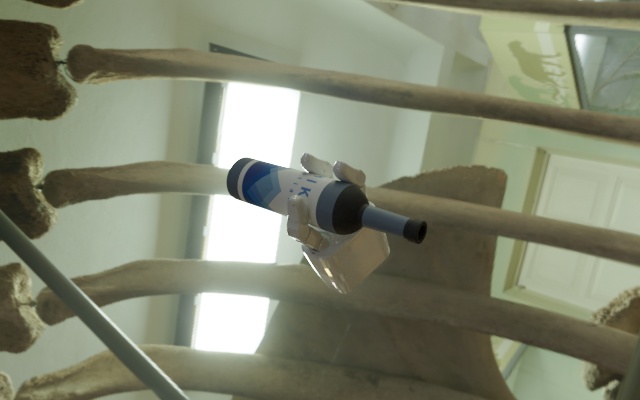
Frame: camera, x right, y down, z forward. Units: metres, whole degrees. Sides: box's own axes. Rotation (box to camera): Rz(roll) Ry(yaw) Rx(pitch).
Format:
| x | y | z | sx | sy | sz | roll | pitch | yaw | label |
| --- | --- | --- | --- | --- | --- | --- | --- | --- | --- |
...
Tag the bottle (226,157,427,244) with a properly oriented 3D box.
| x | y | z | sx | sy | sz | roll | pitch | yaw | label |
| --- | --- | --- | --- | --- | --- | --- | --- | --- | --- |
| 0.000 | 0.002 | 0.626 | 0.295 | 0.069 | 0.069 | 17 | 10 | 35 | bottle |
